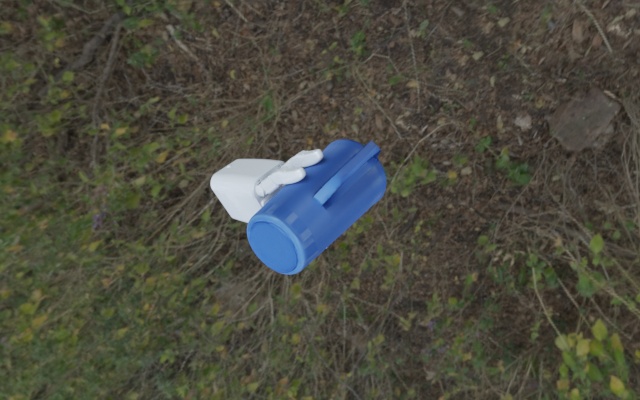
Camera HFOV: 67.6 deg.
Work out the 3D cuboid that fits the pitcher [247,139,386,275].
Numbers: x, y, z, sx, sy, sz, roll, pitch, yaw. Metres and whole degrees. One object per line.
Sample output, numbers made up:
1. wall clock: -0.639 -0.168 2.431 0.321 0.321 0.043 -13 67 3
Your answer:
1. pitcher: 0.000 0.003 0.767 0.145 0.149 0.242 10 36 33
